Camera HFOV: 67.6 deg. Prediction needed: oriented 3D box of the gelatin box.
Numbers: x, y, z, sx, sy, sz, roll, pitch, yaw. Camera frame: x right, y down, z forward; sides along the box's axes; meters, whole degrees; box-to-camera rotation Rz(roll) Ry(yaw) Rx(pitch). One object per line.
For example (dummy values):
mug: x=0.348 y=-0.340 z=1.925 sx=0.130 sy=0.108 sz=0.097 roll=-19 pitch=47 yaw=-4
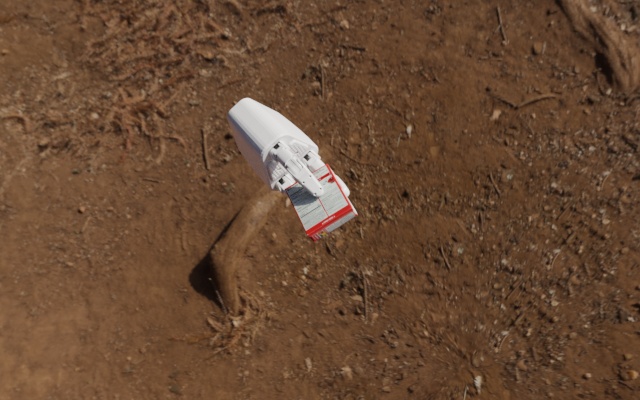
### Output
gelatin box: x=0.000 y=0.002 z=0.674 sx=0.073 sy=0.089 sz=0.030 roll=-32 pitch=-33 yaw=6
